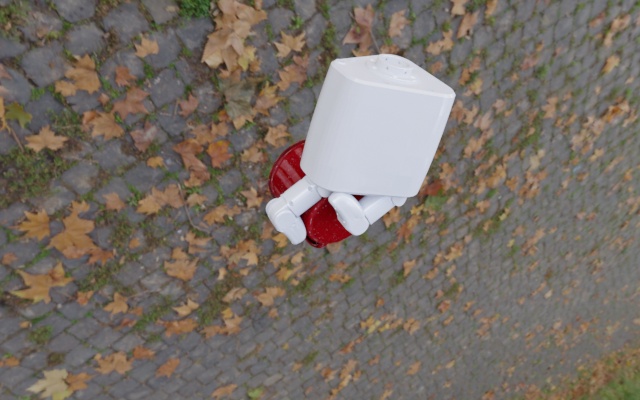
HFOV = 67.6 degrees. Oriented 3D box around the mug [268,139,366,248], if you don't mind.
[{"bbox_3d":[0.000,0.003,0.519,0.093,0.117,0.081,-8,40,-31],"label":"mug"}]
